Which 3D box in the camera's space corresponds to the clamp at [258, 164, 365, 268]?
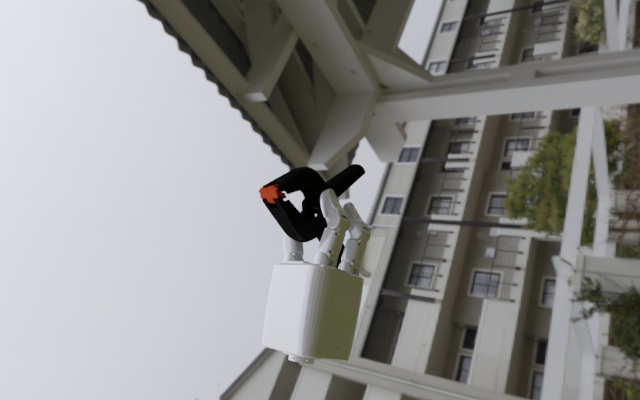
[{"bbox_3d":[-0.001,0.002,0.630,0.036,0.164,0.210,-2,-19,34],"label":"clamp"}]
